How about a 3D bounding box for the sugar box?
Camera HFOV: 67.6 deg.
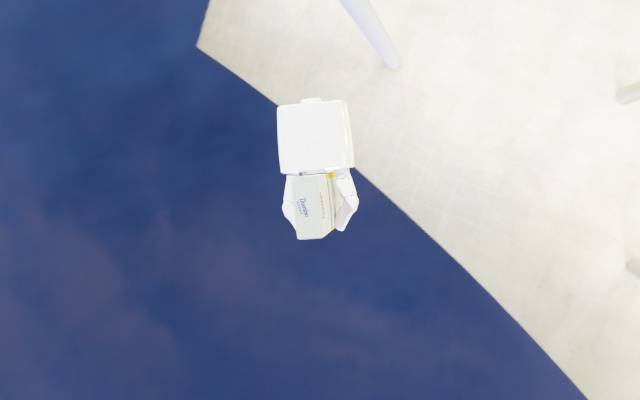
[{"bbox_3d":[0.000,0.002,0.769,0.048,0.093,0.176,-5,4,16],"label":"sugar box"}]
